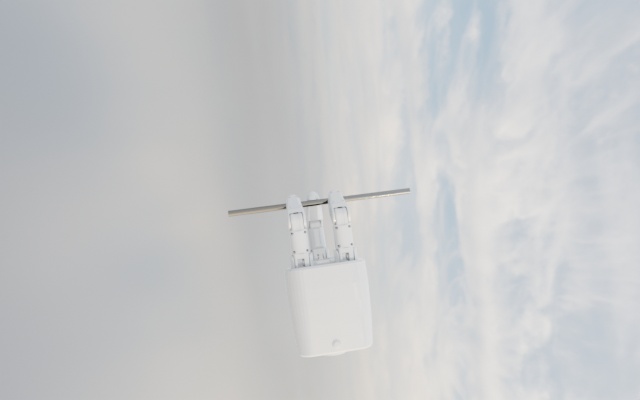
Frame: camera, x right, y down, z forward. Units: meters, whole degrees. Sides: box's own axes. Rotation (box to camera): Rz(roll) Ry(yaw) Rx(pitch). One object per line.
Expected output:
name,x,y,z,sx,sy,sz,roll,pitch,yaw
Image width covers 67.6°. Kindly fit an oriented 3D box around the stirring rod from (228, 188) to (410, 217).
stirring rod,0.000,0.002,0.627,0.239,0.011,0.011,-7,1,-5
